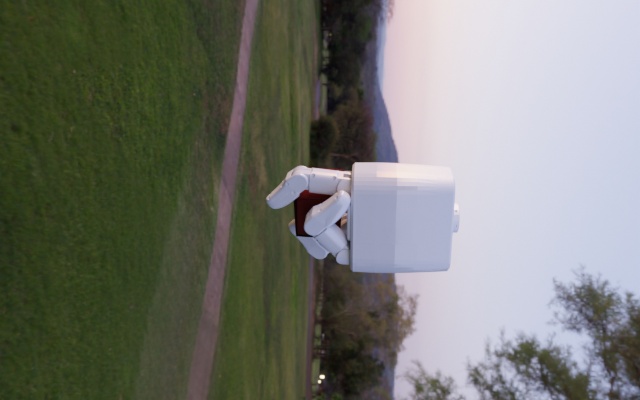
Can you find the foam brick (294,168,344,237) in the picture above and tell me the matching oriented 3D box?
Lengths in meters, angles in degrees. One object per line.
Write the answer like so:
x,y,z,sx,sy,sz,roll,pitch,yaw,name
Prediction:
0.000,0.002,0.560,0.051,0.053,0.078,1,31,5,foam brick
